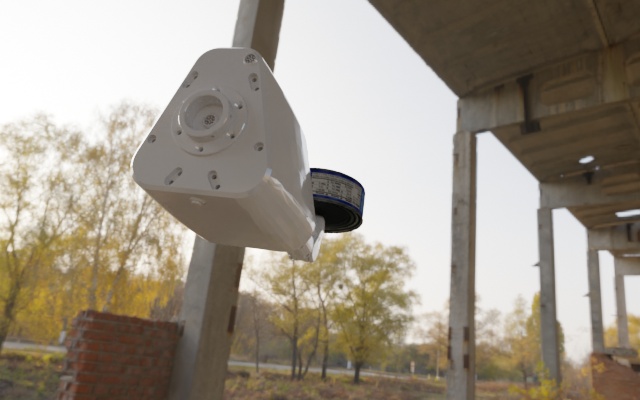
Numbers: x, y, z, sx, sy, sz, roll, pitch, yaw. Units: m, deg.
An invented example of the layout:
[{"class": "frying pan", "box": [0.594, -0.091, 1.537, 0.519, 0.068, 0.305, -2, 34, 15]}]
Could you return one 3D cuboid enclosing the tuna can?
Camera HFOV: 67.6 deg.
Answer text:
[{"class": "tuna can", "box": [0.000, 0.001, 0.462, 0.086, 0.033, 0.086, 7, -23, 3]}]
